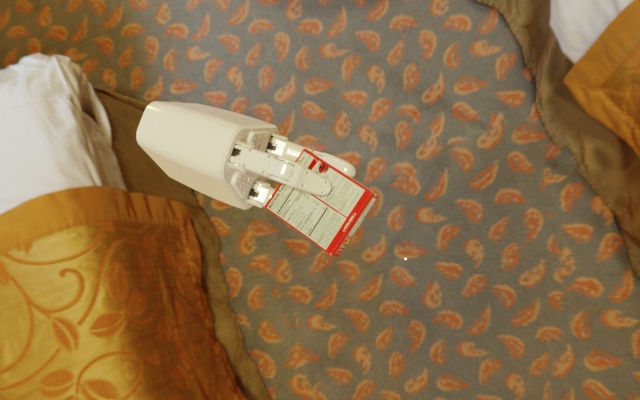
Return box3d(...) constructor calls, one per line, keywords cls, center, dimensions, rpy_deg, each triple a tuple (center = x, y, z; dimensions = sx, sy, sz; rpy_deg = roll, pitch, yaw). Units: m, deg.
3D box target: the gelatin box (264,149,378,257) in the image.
box3d(cls="gelatin box", center=(0.000, 0.002, 0.476), dimensions=(0.089, 0.073, 0.030), rpy_deg=(34, 2, 19))
